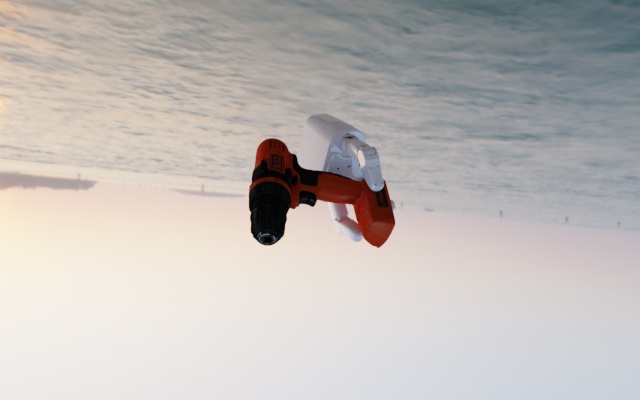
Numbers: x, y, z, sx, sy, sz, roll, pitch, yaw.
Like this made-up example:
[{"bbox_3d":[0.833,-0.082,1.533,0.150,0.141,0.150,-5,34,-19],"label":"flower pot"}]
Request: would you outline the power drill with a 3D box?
[{"bbox_3d":[0.000,0.002,0.614,0.188,0.057,0.184,17,39,-17],"label":"power drill"}]
